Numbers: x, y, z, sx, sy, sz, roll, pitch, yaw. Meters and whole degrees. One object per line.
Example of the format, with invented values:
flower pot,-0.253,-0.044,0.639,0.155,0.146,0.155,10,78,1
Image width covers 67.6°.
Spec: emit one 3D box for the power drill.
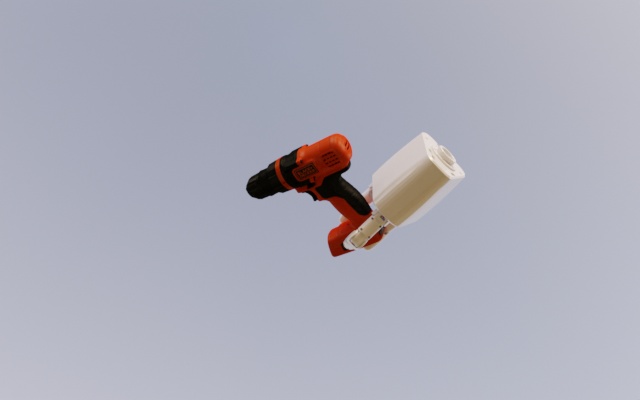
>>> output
power drill,0.001,0.003,0.737,0.184,0.188,0.057,-22,31,30
